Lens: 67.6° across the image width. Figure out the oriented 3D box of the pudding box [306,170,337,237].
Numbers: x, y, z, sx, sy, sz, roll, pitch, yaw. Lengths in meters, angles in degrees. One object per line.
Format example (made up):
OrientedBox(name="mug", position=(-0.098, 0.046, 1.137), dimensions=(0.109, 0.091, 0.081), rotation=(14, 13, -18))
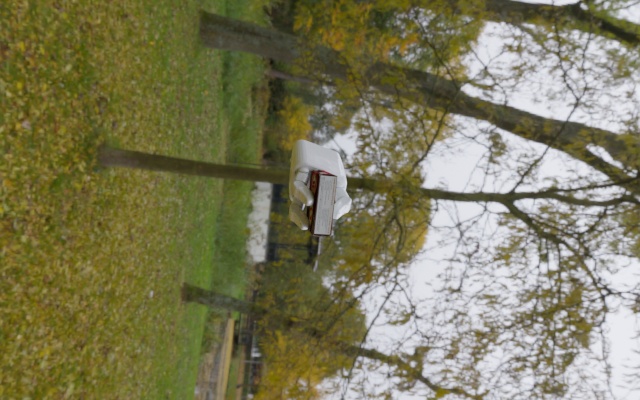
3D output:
OrientedBox(name="pudding box", position=(0.000, 0.003, 0.878), dimensions=(0.039, 0.113, 0.090), rotation=(3, 7, -10))
